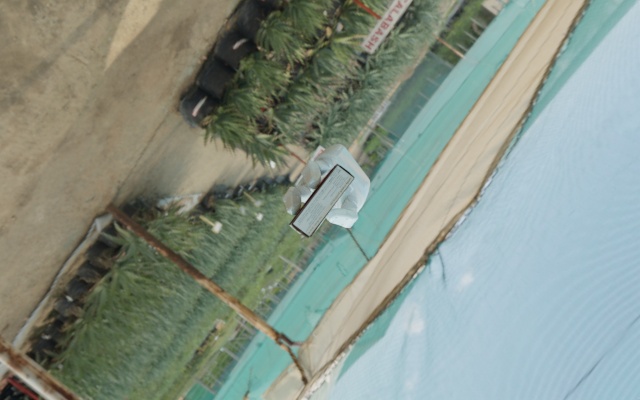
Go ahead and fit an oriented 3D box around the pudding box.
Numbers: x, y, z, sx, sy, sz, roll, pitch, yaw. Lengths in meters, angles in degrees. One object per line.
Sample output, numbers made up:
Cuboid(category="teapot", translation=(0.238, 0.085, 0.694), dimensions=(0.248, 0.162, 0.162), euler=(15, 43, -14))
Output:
Cuboid(category="pudding box", translation=(0.000, 0.002, 0.715), dimensions=(0.039, 0.113, 0.090), euler=(35, -5, -1))
